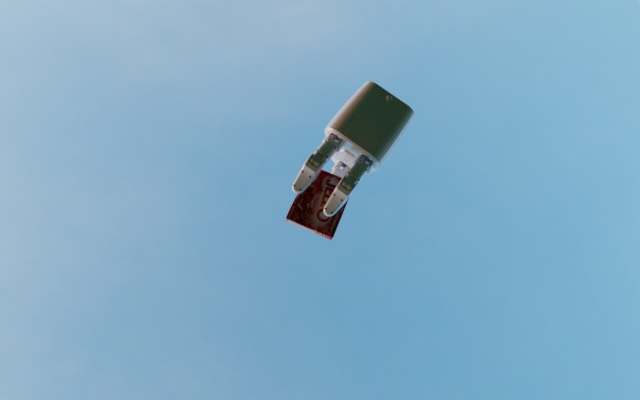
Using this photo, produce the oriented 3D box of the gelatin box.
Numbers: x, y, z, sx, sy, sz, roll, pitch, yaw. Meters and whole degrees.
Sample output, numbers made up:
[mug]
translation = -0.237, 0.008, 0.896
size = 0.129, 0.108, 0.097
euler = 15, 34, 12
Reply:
[gelatin box]
translation = 0.000, 0.003, 0.691
size = 0.073, 0.089, 0.030
euler = 23, -11, 1
